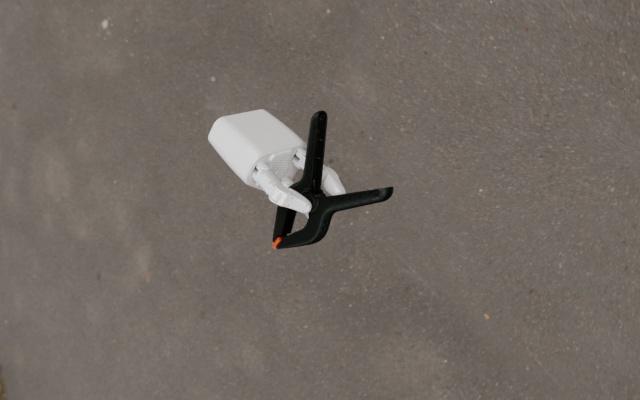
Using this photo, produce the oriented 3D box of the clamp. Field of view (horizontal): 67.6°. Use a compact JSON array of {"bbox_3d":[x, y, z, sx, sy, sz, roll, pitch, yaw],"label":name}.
[{"bbox_3d":[-0.001,0.003,0.678,0.164,0.210,0.036,45,27,28],"label":"clamp"}]
